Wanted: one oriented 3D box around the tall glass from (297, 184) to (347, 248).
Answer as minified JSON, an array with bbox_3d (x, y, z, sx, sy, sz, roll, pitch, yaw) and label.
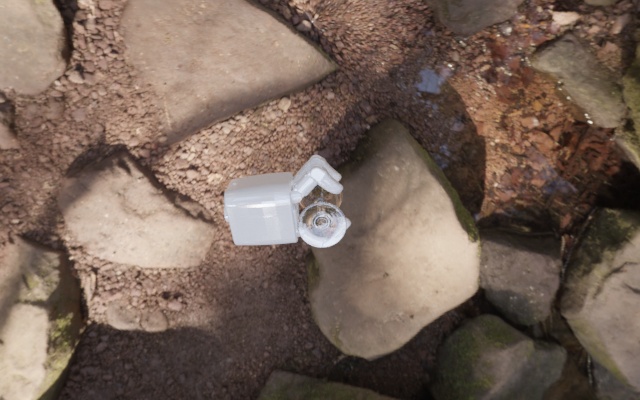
[{"bbox_3d":[0.000,0.003,0.804,0.079,0.079,0.201,0,21,-1],"label":"tall glass"}]
